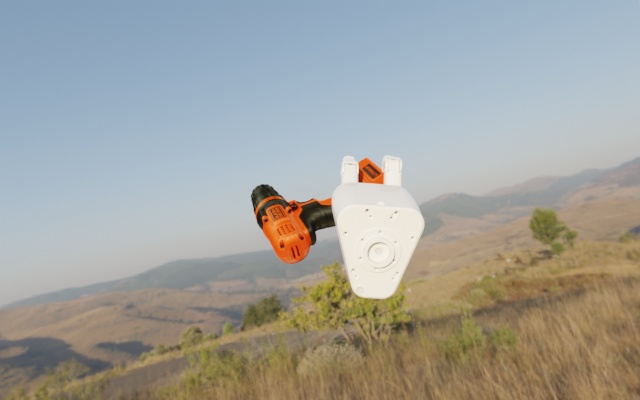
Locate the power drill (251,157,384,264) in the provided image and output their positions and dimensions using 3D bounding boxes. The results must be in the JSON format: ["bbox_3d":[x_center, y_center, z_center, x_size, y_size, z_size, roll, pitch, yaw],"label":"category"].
[{"bbox_3d":[0.001,0.002,0.678,0.187,0.057,0.184,-22,33,-10],"label":"power drill"}]
